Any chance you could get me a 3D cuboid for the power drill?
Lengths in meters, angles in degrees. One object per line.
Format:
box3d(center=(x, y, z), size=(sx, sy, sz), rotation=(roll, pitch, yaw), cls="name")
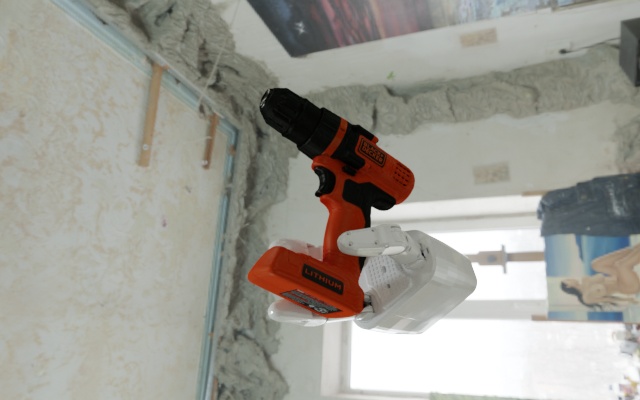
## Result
box3d(center=(0.000, 0.002, 0.453), size=(0.184, 0.187, 0.057), rotation=(30, -28, -19), cls="power drill")
